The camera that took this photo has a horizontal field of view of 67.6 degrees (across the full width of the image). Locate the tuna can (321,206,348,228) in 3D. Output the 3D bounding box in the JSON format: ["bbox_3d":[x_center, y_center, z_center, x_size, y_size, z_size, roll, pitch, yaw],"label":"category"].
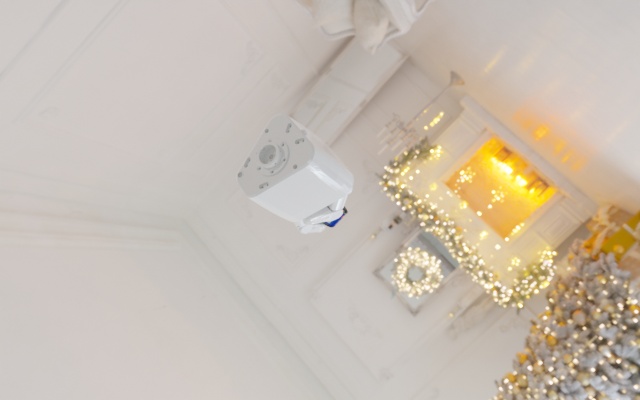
[{"bbox_3d":[0.000,0.003,0.746,0.086,0.034,0.086,40,10,-9],"label":"tuna can"}]
